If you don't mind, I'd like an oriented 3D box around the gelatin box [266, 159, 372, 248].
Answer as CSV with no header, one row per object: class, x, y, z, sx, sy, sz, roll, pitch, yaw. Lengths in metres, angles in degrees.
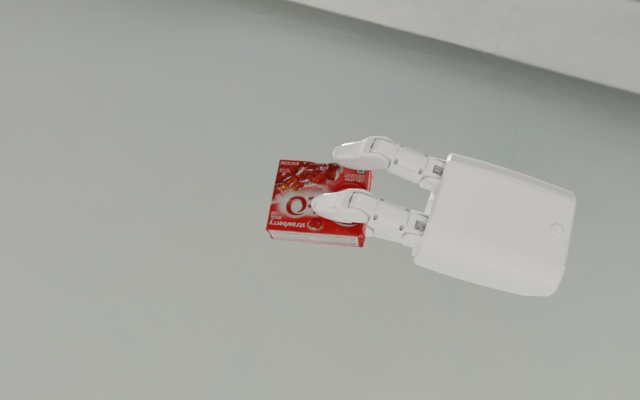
gelatin box,0.000,0.002,0.443,0.089,0.073,0.030,4,-25,10
